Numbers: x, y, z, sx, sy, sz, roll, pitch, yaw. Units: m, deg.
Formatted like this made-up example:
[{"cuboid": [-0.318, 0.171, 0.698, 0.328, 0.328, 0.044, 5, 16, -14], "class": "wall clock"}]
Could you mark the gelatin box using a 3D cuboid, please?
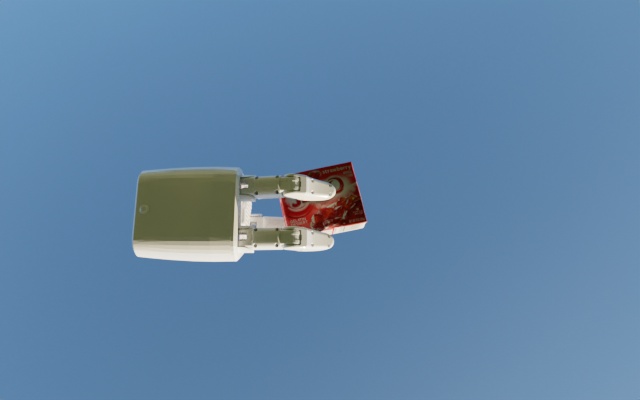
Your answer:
[{"cuboid": [0.000, 0.002, 0.536, 0.089, 0.073, 0.030, -11, -16, -8], "class": "gelatin box"}]
